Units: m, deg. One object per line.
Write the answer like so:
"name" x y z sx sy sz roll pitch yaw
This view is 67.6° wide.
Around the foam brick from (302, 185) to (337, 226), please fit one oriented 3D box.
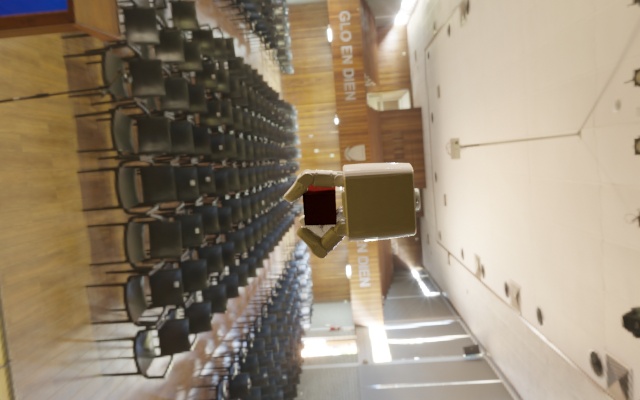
"foam brick" 0.000 0.002 0.769 0.051 0.053 0.078 -3 20 2
